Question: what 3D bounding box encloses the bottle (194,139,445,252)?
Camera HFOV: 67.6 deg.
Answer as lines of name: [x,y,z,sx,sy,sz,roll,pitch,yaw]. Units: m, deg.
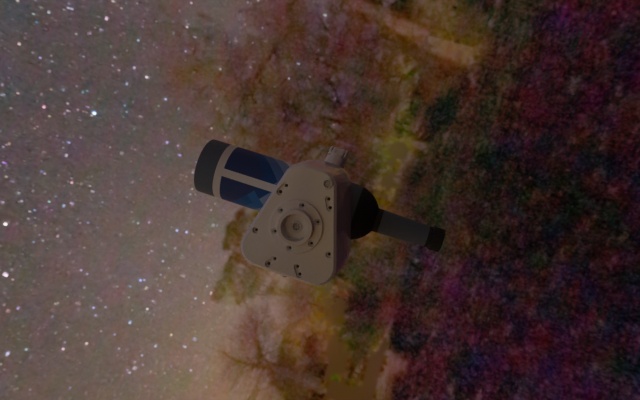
bottle: [0.000,0.002,0.566,0.295,0.069,0.069,18,2,7]
